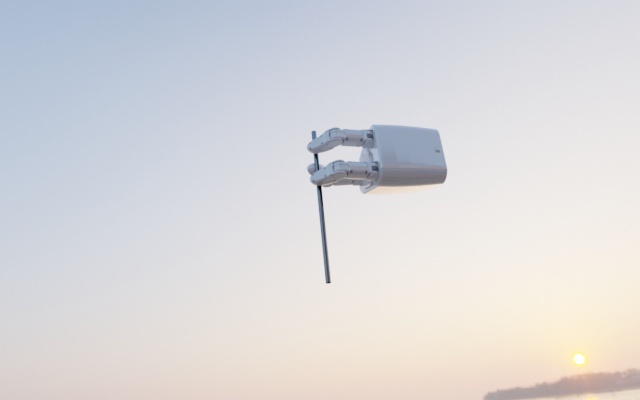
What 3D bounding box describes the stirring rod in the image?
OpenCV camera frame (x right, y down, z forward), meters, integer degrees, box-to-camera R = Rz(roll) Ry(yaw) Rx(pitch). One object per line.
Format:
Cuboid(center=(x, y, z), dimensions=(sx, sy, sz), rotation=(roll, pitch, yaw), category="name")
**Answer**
Cuboid(center=(0.000, 0.002, 0.692), dimensions=(0.011, 0.239, 0.011), rotation=(-5, -25, -2), category="stirring rod")
